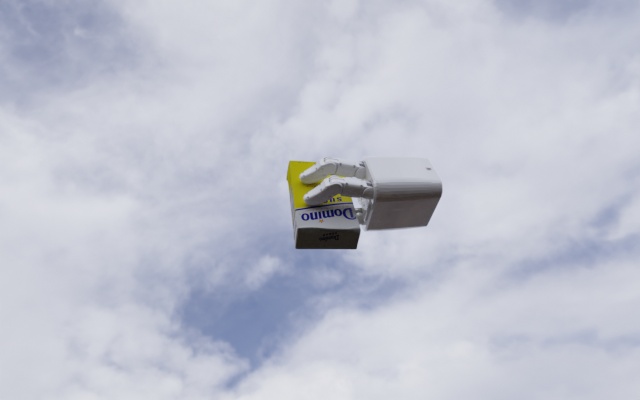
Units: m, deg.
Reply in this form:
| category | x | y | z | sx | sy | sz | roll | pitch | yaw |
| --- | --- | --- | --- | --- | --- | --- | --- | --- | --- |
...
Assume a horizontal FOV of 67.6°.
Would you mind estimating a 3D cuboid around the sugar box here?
| category | x | y | z | sx | sy | sz | roll | pitch | yaw |
| --- | --- | --- | --- | --- | --- | --- | --- | --- | --- |
| sugar box | 0.000 | 0.002 | 0.737 | 0.093 | 0.048 | 0.176 | 1 | 34 | -10 |
